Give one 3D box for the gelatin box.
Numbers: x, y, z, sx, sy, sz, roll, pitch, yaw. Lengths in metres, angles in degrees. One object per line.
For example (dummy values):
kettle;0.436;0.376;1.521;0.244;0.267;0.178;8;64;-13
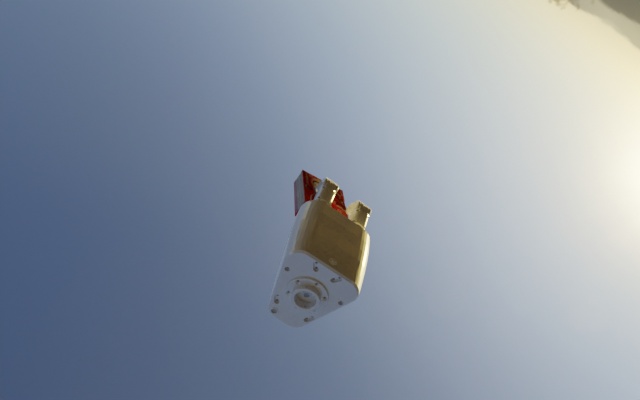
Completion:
gelatin box;0.000;0.002;0.686;0.073;0.030;0.089;27;27;-20
